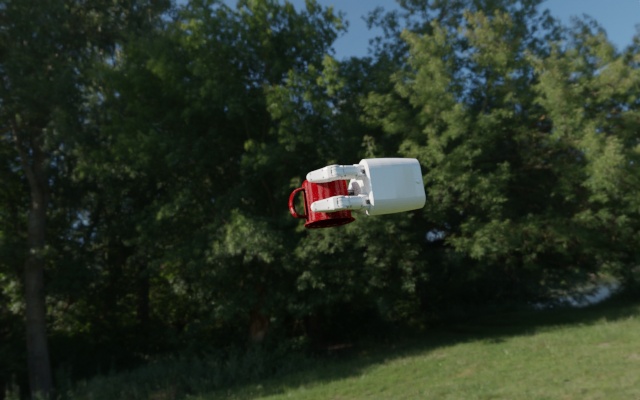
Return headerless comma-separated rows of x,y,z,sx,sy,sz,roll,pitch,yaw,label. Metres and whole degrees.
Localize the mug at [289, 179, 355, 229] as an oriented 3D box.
-0.001,0.003,0.863,0.117,0.081,0.093,-4,-13,-18,mug
